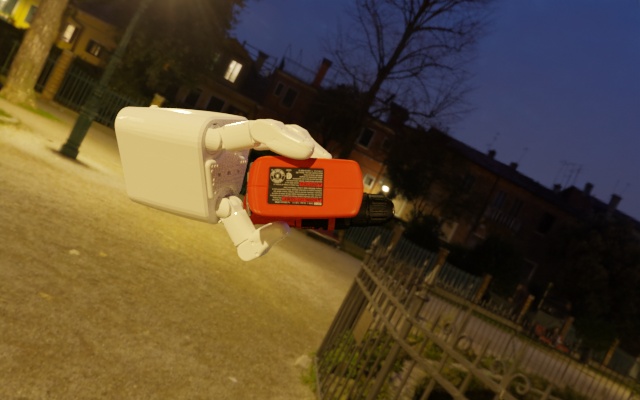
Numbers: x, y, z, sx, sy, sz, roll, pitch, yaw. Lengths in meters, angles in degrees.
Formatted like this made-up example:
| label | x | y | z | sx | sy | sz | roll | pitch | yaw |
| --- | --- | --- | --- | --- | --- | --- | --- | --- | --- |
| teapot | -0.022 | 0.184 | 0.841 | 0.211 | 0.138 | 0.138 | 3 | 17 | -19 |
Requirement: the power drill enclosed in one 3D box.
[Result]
| label | x | y | z | sx | sy | sz | roll | pitch | yaw |
| --- | --- | --- | --- | --- | --- | --- | --- | --- | --- |
| power drill | 0.000 | 0.002 | 0.516 | 0.184 | 0.057 | 0.188 | 0 | -9 | -1 |
